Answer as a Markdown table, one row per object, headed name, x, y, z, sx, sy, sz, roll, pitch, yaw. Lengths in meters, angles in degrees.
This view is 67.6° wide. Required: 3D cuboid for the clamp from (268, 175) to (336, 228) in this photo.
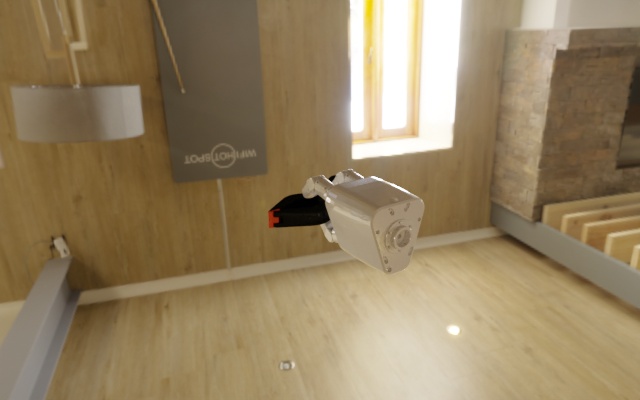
| name | x | y | z | sx | sy | sz | roll | pitch | yaw |
| --- | --- | --- | --- | --- | --- | --- | --- | --- | --- |
| clamp | 0.000 | 0.004 | 0.791 | 0.210 | 0.036 | 0.164 | -13 | 24 | -29 |
